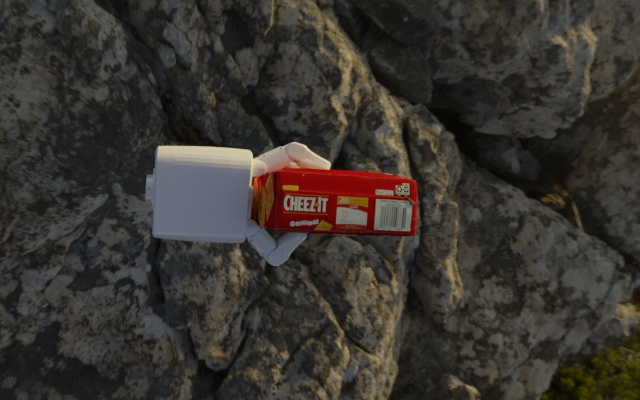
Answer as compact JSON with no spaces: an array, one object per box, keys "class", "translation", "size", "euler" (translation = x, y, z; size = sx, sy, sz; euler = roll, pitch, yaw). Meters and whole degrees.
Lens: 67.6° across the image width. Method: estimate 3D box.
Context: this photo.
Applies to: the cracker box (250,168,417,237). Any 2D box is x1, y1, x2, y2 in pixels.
[{"class":"cracker box","translation":[0.000,0.002,0.606],"size":[0.164,0.072,0.213],"euler":[3,0,-17]}]
